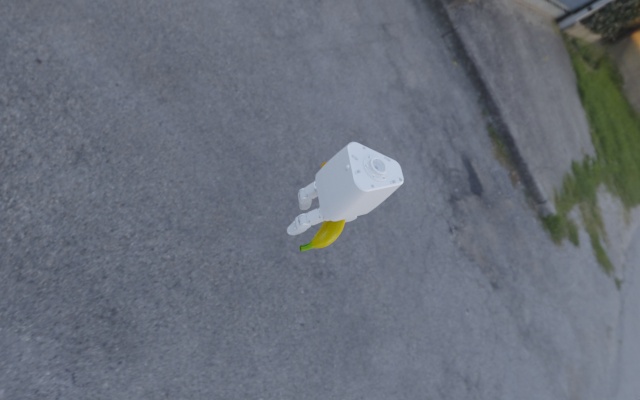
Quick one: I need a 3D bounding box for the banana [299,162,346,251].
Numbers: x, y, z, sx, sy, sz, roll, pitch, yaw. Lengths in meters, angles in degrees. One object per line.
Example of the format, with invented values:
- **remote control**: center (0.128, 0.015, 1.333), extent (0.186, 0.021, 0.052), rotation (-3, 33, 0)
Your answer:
- **banana**: center (0.017, 0.011, 0.889), extent (0.069, 0.197, 0.037), rotation (18, -33, -5)
